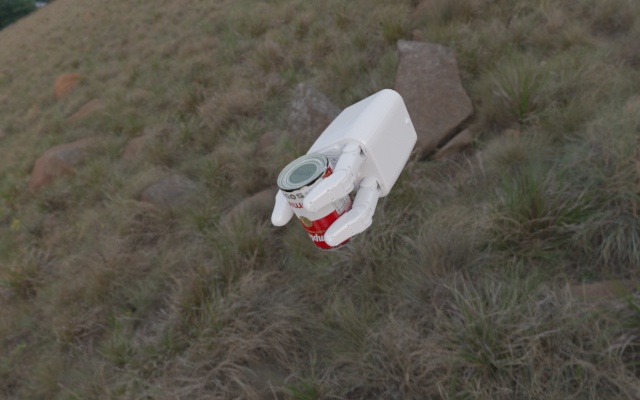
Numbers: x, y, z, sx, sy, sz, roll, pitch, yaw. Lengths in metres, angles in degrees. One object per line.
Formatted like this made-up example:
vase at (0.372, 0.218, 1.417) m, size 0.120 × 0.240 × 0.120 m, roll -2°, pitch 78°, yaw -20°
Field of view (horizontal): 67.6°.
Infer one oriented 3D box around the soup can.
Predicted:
soup can at (0.000, 0.002, 0.579) m, size 0.068 × 0.102 × 0.068 m, roll -21°, pitch 34°, yaw 15°
